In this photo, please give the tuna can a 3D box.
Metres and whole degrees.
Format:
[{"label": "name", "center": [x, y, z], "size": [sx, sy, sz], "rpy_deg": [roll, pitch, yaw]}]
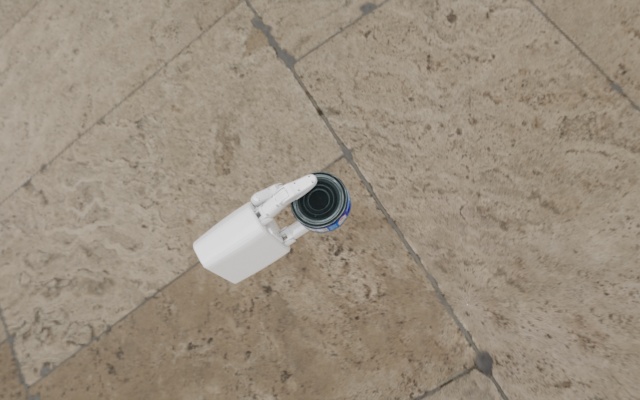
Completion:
[{"label": "tuna can", "center": [0.000, 0.002, 0.691], "size": [0.086, 0.086, 0.034], "rpy_deg": [0, -15, 12]}]
